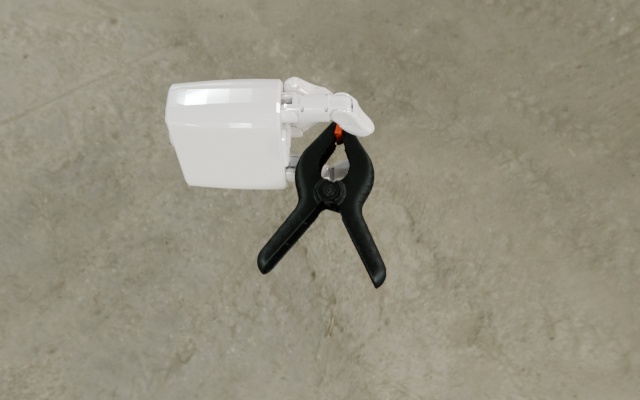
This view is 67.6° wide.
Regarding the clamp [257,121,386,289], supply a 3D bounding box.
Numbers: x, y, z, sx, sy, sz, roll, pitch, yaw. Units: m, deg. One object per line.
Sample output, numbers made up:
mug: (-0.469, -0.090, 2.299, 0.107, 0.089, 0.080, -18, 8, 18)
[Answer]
clamp: (0.000, 0.001, 0.466, 0.120, 0.171, 0.039, 0, -23, 0)
